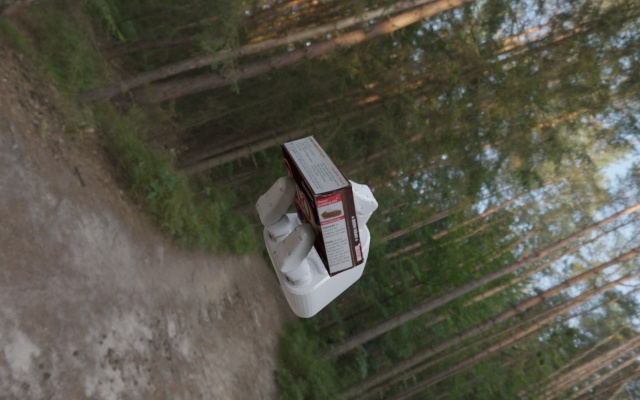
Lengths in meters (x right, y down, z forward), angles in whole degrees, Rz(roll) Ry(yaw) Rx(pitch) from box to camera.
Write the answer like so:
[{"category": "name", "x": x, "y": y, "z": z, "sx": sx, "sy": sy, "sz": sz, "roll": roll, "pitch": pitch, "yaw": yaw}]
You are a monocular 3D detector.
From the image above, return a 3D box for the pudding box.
[{"category": "pudding box", "x": 0.000, "y": 0.001, "z": 0.452, "sx": 0.039, "sy": 0.090, "sz": 0.113, "roll": -20, "pitch": 34, "yaw": -11}]
